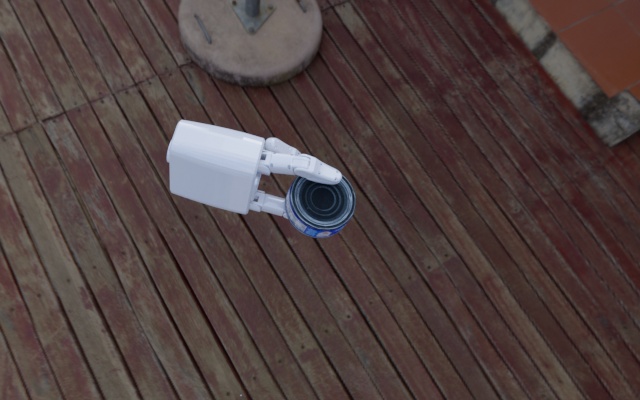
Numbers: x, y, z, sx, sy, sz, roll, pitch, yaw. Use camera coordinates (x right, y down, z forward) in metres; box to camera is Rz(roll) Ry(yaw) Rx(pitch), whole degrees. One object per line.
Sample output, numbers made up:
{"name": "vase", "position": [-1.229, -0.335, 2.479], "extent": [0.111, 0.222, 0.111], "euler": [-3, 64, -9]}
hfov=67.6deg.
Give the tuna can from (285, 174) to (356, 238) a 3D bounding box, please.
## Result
{"name": "tuna can", "position": [0.000, 0.002, 0.599], "extent": [0.086, 0.086, 0.034], "euler": [0, -20, -15]}
